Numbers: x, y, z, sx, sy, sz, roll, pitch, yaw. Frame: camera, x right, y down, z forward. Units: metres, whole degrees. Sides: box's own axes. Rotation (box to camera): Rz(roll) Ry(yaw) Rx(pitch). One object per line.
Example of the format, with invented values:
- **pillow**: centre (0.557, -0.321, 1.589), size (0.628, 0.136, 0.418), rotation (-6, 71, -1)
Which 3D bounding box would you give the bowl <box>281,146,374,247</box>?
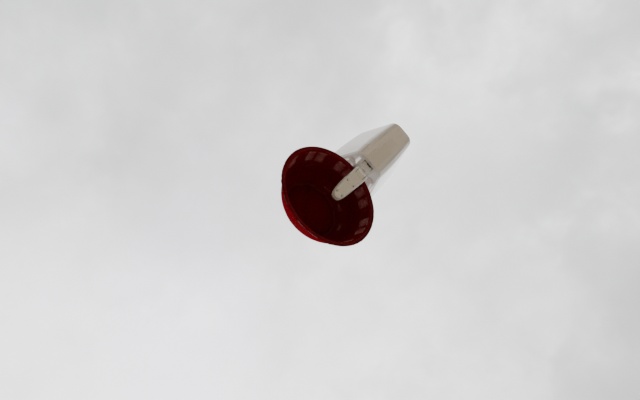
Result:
- **bowl**: centre (-0.001, 0.003, 0.705), size (0.162, 0.162, 0.055), rotation (0, -26, -39)
